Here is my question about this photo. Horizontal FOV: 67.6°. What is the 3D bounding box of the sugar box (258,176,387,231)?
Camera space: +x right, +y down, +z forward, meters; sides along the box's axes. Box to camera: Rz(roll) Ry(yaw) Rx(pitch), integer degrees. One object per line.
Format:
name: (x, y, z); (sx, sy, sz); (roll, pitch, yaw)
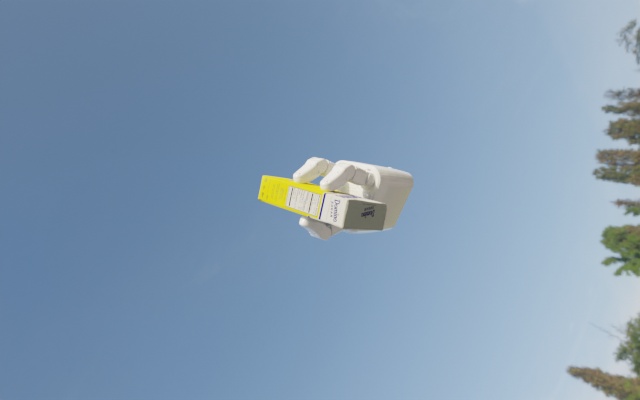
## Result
sugar box: (0.000, 0.002, 0.697); (0.176, 0.048, 0.093); (13, 5, 42)
